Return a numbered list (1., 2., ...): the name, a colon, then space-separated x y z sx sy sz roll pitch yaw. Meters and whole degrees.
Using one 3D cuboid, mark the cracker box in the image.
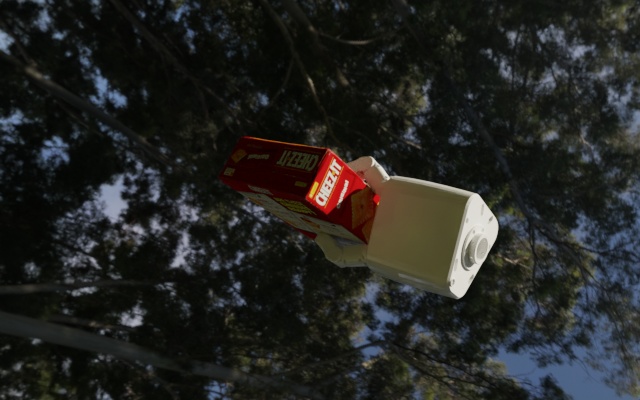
1. cracker box: 0.000 0.002 0.628 0.164 0.072 0.214 13 -18 43
